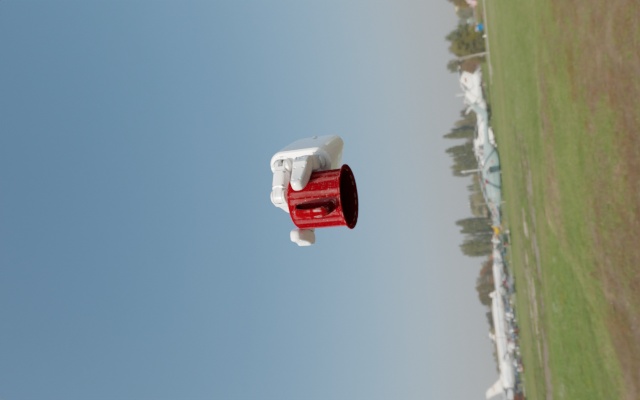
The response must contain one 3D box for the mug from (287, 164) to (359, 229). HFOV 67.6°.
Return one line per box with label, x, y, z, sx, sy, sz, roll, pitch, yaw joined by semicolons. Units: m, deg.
mug;0.000;0.003;0.675;0.081;0.093;0.117;-6;18;19
